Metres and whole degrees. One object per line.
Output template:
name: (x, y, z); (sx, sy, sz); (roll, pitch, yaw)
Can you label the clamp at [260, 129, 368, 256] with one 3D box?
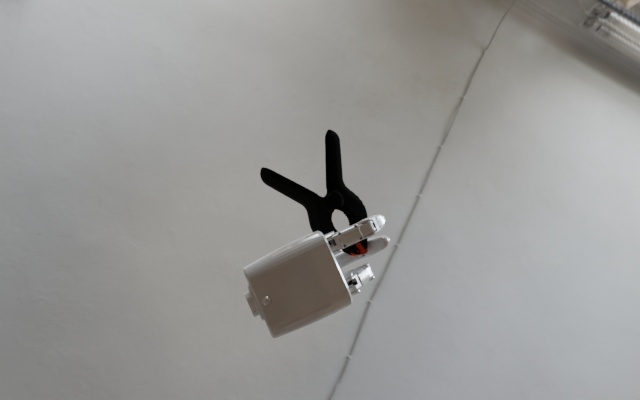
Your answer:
clamp: (0.000, 0.002, 0.628); (0.120, 0.171, 0.039); (-23, -4, -13)
